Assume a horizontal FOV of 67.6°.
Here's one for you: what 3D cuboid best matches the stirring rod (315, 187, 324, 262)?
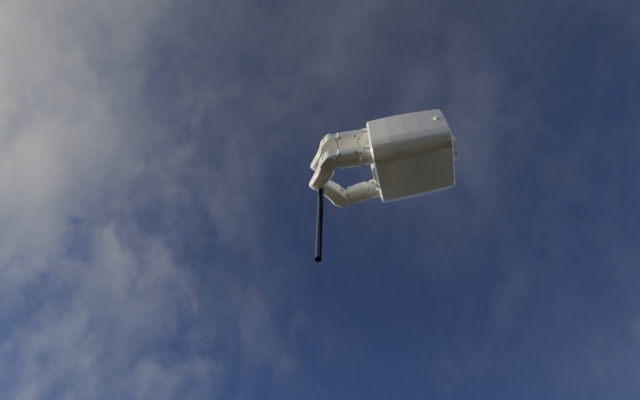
[{"bbox_3d":[0.000,0.002,0.636,0.011,0.011,0.239,0,32,1],"label":"stirring rod"}]
